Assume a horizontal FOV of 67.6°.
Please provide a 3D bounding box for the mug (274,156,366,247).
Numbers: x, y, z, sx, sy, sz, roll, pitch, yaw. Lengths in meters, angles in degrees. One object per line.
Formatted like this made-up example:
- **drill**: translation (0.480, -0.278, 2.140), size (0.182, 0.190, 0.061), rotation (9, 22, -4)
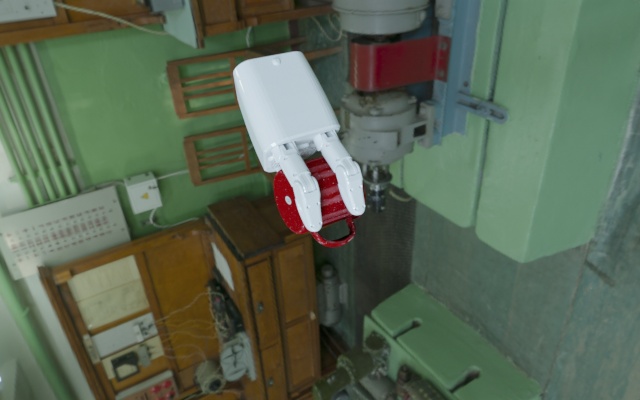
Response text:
- **mug**: translation (0.000, 0.003, 0.578), size (0.081, 0.117, 0.093), rotation (-19, -11, -25)
